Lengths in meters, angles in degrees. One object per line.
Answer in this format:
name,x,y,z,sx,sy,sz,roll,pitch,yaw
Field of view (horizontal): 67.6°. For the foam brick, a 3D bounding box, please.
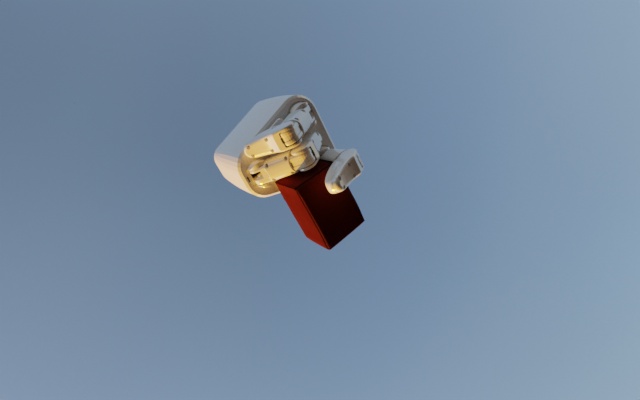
foam brick,0.000,0.002,0.502,0.053,0.078,0.051,-36,24,-19
